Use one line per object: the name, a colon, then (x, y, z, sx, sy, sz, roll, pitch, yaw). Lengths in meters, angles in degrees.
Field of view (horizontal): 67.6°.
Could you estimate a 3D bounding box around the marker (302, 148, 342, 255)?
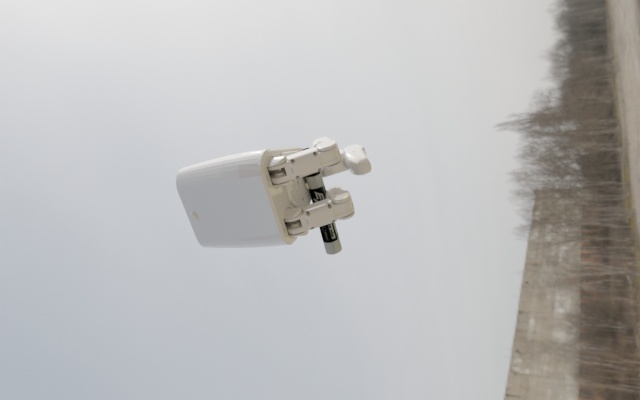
marker: (0.000, 0.002, 0.513, 0.020, 0.121, 0.020, -14, 20, 5)
